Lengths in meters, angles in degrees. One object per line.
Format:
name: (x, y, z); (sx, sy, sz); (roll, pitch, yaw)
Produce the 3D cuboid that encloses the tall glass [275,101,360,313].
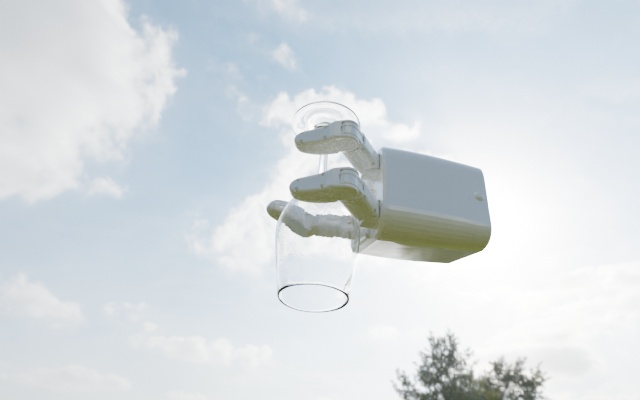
tall glass: (0.000, 0.001, 0.460); (0.079, 0.201, 0.079); (3, -34, 2)
